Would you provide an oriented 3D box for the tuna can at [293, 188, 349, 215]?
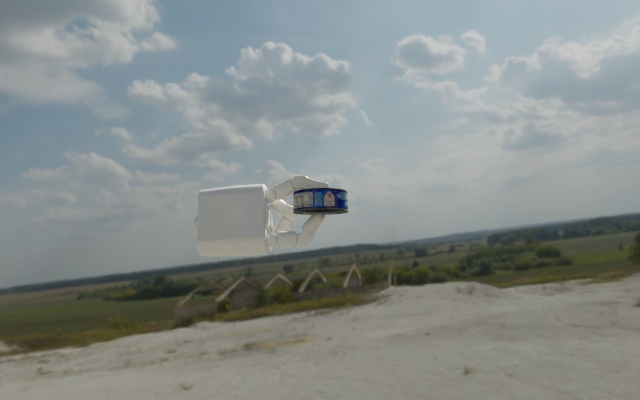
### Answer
[{"bbox_3d":[0.000,0.002,0.737,0.086,0.033,0.086,-1,-7,0],"label":"tuna can"}]
